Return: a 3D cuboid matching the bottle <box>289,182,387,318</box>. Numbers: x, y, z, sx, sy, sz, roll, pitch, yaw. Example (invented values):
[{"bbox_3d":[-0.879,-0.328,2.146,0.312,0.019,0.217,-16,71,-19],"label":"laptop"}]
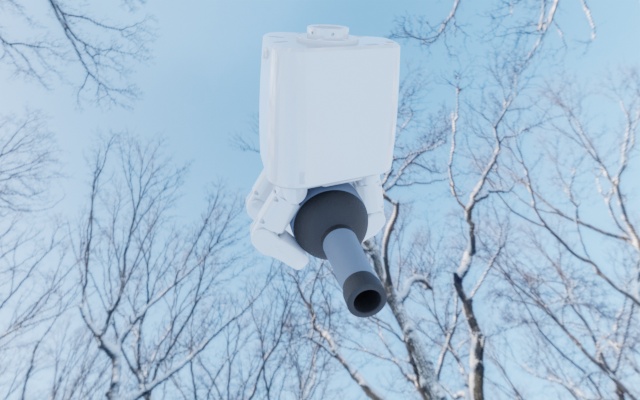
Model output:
[{"bbox_3d":[0.000,0.001,0.439,0.069,0.069,0.295,0,26,-13],"label":"bottle"}]
